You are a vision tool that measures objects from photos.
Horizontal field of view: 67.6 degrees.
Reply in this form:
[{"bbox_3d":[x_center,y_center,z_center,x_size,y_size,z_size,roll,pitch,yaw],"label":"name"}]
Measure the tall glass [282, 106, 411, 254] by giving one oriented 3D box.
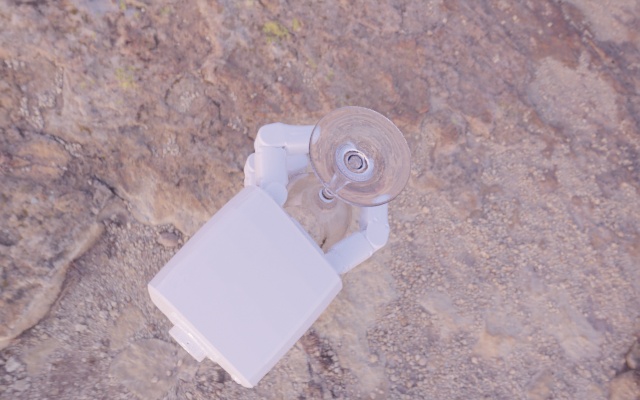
[{"bbox_3d":[0.000,0.001,0.413,0.079,0.079,0.201,0,-19,-17],"label":"tall glass"}]
